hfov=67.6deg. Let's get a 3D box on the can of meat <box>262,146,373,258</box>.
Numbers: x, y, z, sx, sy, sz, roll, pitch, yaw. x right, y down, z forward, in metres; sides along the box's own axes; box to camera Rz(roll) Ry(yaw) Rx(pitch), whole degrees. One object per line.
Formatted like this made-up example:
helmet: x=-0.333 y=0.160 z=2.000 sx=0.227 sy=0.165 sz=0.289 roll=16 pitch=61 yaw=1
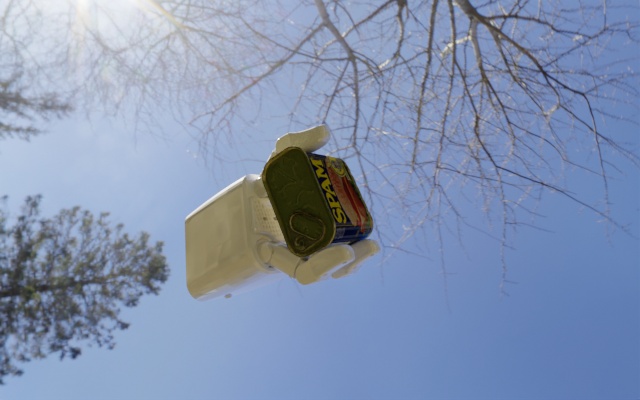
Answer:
can of meat: x=0.000 y=0.001 z=0.477 sx=0.057 sy=0.102 sz=0.084 roll=-31 pitch=-17 yaw=29
